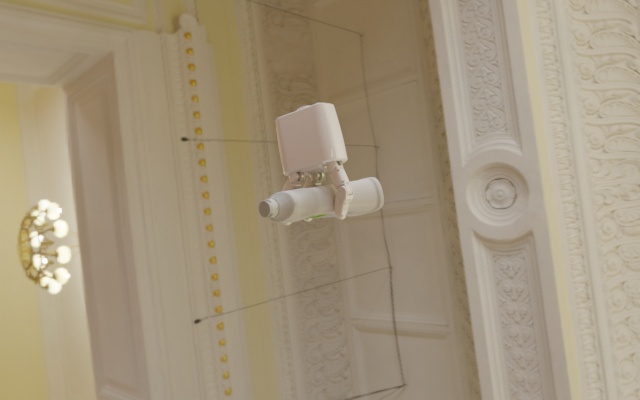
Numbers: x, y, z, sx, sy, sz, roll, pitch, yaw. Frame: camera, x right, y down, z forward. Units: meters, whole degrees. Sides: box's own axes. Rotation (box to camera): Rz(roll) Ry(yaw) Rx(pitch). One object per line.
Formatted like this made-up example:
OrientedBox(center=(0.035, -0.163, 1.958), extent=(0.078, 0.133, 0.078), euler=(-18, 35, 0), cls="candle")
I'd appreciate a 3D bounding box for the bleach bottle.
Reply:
OrientedBox(center=(0.000, 0.003, 0.860), extent=(0.102, 0.068, 0.251), euler=(-19, -9, 43), cls="bleach bottle")
